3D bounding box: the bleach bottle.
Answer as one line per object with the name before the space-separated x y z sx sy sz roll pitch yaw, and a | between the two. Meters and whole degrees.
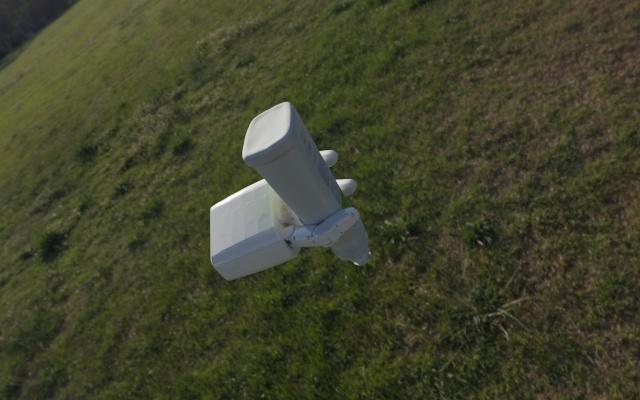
bleach bottle | 0.000 0.002 0.609 0.068 0.251 0.102 -24 35 17
